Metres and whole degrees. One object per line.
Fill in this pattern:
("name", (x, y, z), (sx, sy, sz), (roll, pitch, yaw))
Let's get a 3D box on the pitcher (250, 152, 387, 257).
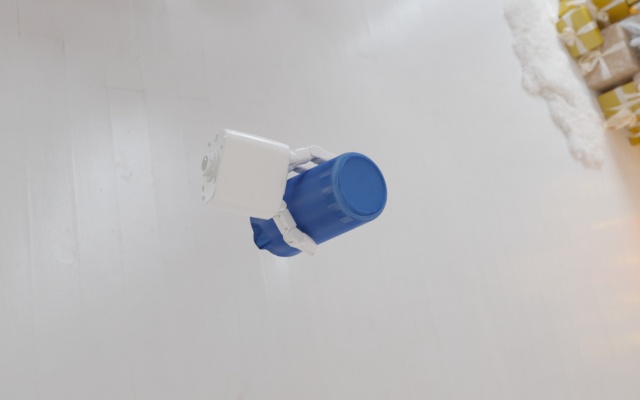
("pitcher", (0.000, 0.003, 0.794), (0.145, 0.149, 0.243), (16, -24, -31))
